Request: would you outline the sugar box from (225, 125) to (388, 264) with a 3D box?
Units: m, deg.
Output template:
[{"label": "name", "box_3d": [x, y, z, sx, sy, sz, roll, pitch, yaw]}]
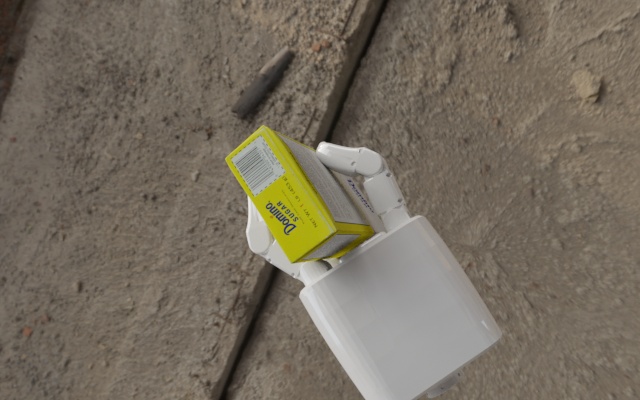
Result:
[{"label": "sugar box", "box_3d": [0.000, 0.002, 0.401, 0.048, 0.093, 0.176, -36, -15, 11]}]
